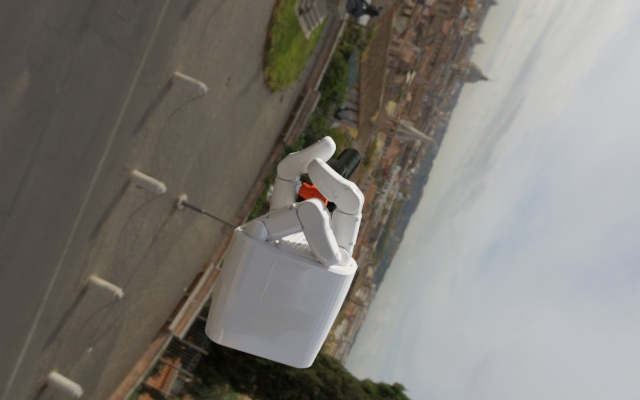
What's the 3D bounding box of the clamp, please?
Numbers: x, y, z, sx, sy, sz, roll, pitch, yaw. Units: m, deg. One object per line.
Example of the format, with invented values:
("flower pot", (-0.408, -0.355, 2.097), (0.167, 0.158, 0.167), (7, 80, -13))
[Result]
("clamp", (0.001, 0.002, 0.520), (0.039, 0.120, 0.171), (23, 13, 10))
